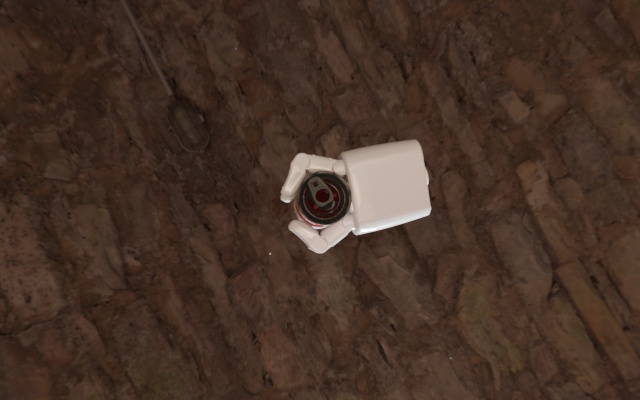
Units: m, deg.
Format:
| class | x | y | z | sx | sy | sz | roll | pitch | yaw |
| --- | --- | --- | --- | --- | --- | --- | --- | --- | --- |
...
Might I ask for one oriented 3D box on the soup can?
| class | x | y | z | sx | sy | sz | roll | pitch | yaw |
| --- | --- | --- | --- | --- | --- | --- | --- | --- | --- |
| soup can | 0.000 | 0.002 | 0.635 | 0.068 | 0.068 | 0.102 | 0 | -6 | -6 |
